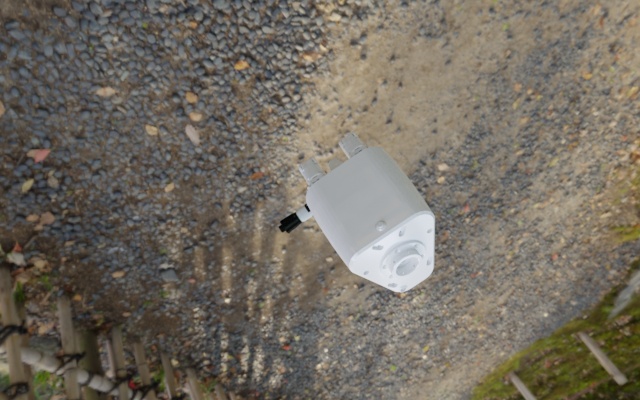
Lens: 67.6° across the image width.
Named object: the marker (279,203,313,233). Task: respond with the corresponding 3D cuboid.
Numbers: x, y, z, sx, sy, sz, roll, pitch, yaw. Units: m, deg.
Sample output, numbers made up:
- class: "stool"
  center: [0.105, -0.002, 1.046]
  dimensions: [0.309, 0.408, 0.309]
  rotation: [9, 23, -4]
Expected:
- class: "marker"
  center: [0.000, 0.002, 0.586]
  dimensions: [0.121, 0.020, 0.020]
  rotation: [-35, -3, 4]
